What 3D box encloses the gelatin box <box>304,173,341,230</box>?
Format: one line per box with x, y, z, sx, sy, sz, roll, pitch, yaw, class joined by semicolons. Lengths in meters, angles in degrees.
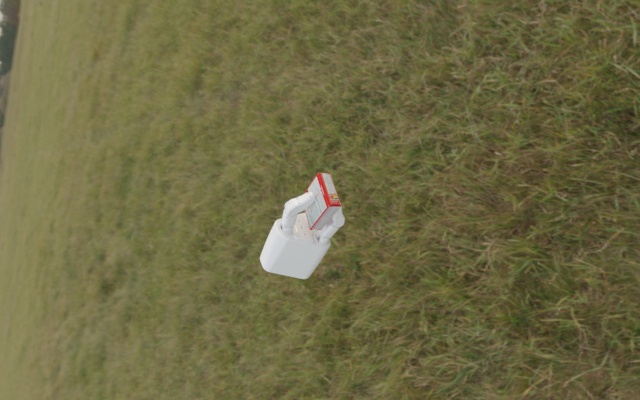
0.000;0.003;0.894;0.030;0.073;0.089;0;-33;-28;gelatin box
